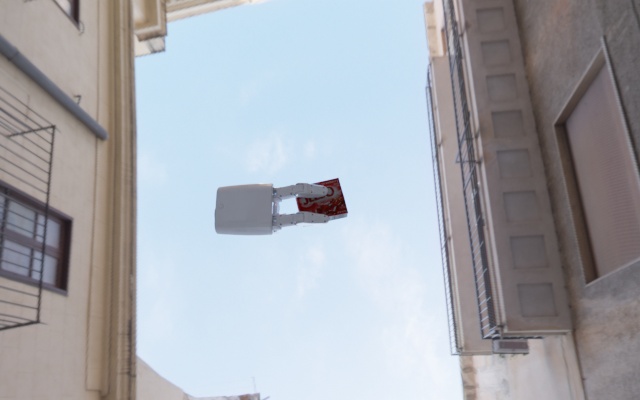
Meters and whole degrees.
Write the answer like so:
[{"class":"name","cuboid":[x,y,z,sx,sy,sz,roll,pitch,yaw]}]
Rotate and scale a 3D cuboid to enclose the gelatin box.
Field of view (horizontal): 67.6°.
[{"class":"gelatin box","cuboid":[0.000,0.003,0.892,0.089,0.073,0.030,-12,-20,-7]}]
